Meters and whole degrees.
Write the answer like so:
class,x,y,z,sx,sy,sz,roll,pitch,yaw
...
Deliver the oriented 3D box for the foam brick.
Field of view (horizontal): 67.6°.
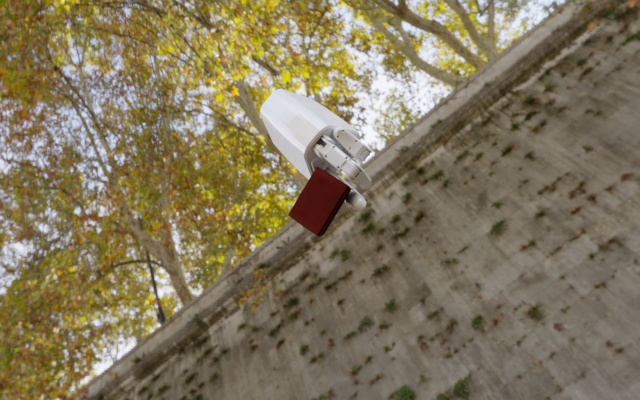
class,x,y,z,sx,sy,sz,roll,pitch,yaw
foam brick,0.000,0.002,0.646,0.051,0.078,0.053,31,2,7
